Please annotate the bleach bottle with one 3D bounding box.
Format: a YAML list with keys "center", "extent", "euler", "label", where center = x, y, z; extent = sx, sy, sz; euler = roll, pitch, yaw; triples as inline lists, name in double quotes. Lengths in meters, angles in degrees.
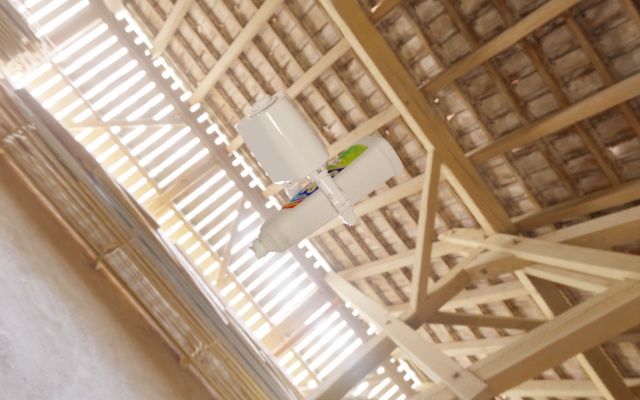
- center: [0.000, 0.002, 0.720]
  extent: [0.251, 0.068, 0.102]
  euler: [-39, 19, -9]
  label: "bleach bottle"
